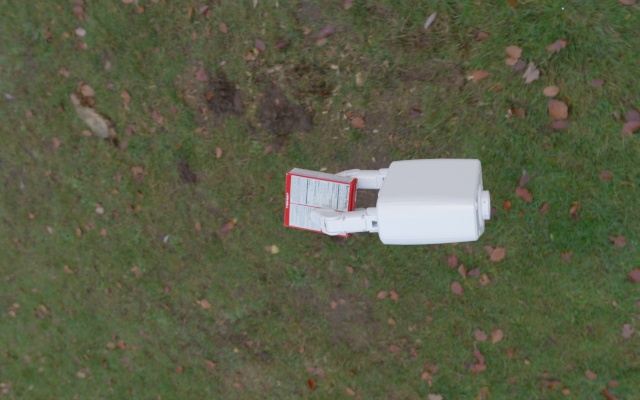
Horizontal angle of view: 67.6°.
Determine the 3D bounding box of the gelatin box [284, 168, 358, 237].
[{"bbox_3d":[0.000,0.002,0.608,0.089,0.073,0.030,9,22,15],"label":"gelatin box"}]
